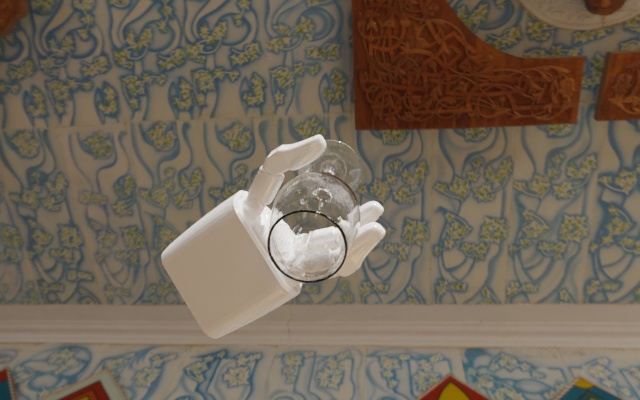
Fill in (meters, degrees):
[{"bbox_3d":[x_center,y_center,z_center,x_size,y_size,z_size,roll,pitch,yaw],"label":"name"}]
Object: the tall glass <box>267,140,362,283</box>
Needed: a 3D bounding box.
[{"bbox_3d":[0.000,0.001,0.454,0.079,0.079,0.201,0,20,6],"label":"tall glass"}]
